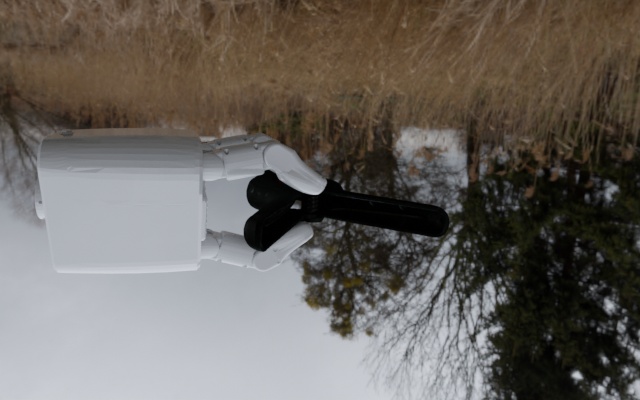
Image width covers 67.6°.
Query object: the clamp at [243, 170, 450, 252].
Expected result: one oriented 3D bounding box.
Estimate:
[{"bbox_3d":[0.000,0.002,0.429,0.164,0.036,0.210,0,12,-18],"label":"clamp"}]
